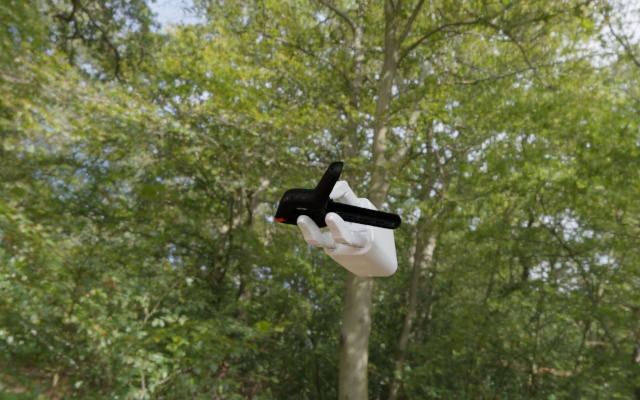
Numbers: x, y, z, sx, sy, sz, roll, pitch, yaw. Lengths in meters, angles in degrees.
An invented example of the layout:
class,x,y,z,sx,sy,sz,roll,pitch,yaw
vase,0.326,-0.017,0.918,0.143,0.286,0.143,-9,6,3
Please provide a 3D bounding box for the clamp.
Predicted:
class,x,y,z,sx,sy,sz,roll,pitch,yaw
clamp,0.000,0.002,0.747,0.210,0.036,0.165,-6,-37,35
